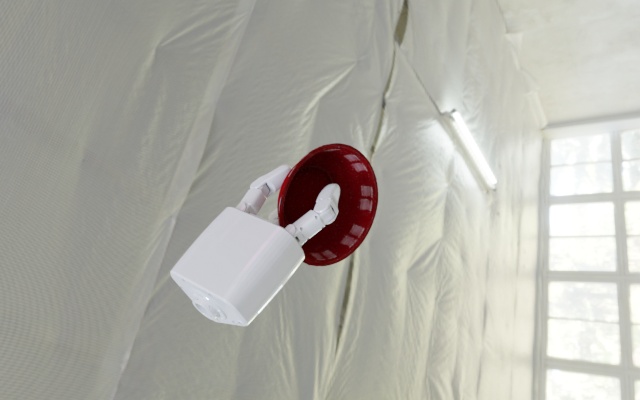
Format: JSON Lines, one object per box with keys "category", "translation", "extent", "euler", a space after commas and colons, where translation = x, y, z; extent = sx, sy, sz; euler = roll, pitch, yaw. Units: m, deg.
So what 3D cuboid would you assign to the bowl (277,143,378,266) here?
{"category": "bowl", "translation": [0.001, 0.001, 0.632], "extent": [0.162, 0.162, 0.055], "euler": [0, 12, -37]}
